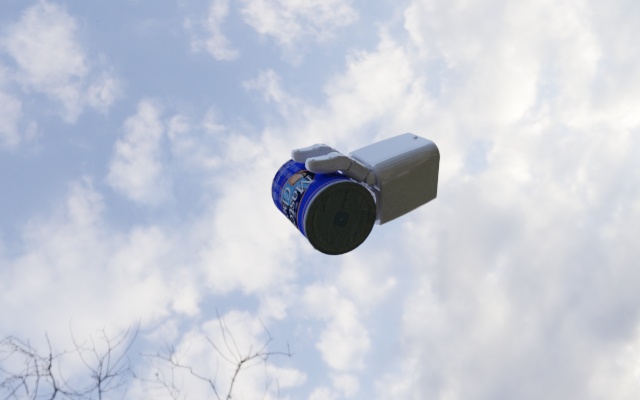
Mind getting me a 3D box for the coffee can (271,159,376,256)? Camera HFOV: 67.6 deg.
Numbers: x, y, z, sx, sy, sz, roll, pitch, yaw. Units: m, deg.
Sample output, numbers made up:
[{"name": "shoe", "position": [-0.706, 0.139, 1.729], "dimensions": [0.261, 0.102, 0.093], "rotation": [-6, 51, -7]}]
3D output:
[{"name": "coffee can", "position": [0.000, 0.002, 0.673], "dimensions": [0.103, 0.103, 0.140], "rotation": [0, 19, -25]}]
